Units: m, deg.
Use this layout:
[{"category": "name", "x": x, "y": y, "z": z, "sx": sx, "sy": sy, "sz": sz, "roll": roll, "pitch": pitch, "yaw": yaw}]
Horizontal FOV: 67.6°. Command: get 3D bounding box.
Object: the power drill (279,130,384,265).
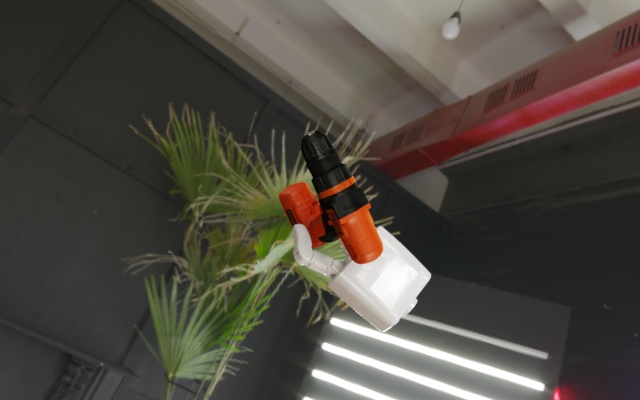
[{"category": "power drill", "x": 0.000, "y": 0.002, "z": 0.675, "sx": 0.057, "sy": 0.184, "sz": 0.187, "roll": -27, "pitch": 5, "yaw": -20}]
